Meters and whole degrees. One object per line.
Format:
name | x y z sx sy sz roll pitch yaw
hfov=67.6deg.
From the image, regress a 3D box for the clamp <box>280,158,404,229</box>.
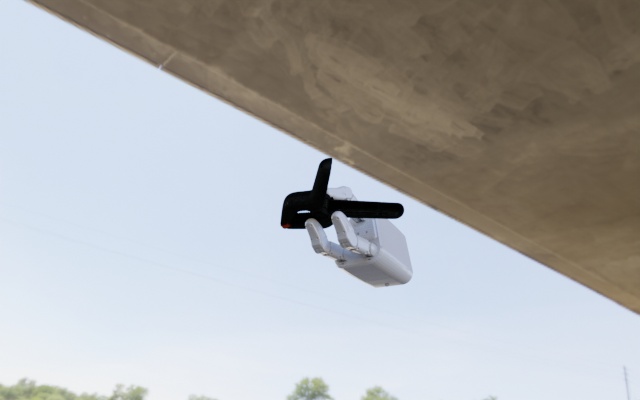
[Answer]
clamp | 0.000 0.002 0.742 0.210 0.036 0.165 -16 -39 39
